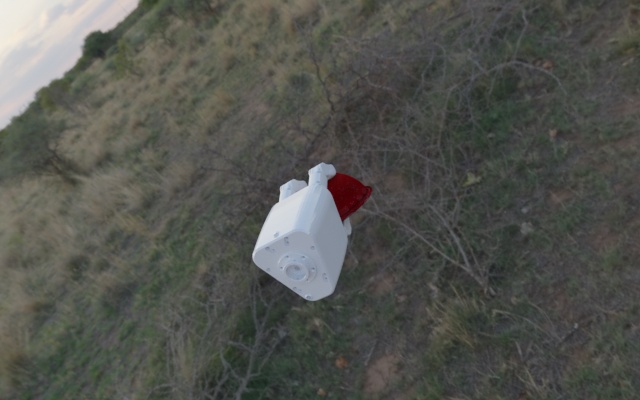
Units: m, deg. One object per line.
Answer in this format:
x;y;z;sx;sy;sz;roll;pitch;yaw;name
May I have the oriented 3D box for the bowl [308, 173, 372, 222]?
0.000;0.002;0.758;0.162;0.055;0.162;-32;10;7;bowl
